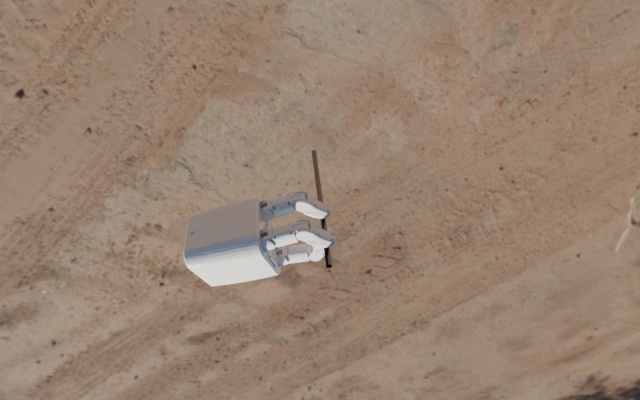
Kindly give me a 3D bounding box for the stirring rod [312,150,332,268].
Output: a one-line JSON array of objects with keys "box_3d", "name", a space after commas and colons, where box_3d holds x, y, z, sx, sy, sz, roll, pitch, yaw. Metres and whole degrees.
[{"box_3d": [0.000, 0.002, 0.708, 0.011, 0.011, 0.239, 0, 44, -7], "name": "stirring rod"}]
